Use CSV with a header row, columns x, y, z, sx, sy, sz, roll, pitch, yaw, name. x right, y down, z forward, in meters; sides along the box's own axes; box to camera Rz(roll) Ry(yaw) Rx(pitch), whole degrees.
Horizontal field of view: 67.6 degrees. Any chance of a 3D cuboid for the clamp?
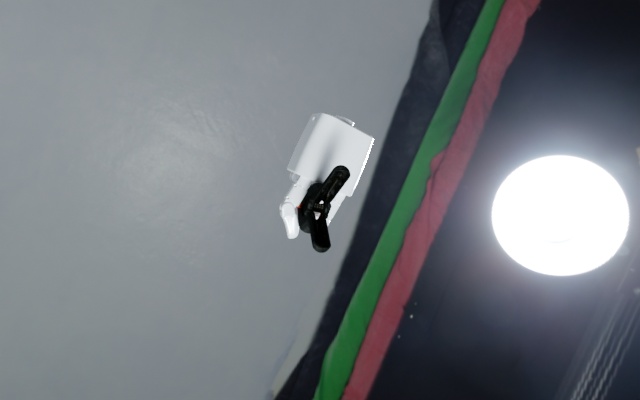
x,y,z,sx,sy,sz,roll,pitch,yaw,name
0.001,0.003,0.704,0.039,0.120,0.171,23,2,-17,clamp
